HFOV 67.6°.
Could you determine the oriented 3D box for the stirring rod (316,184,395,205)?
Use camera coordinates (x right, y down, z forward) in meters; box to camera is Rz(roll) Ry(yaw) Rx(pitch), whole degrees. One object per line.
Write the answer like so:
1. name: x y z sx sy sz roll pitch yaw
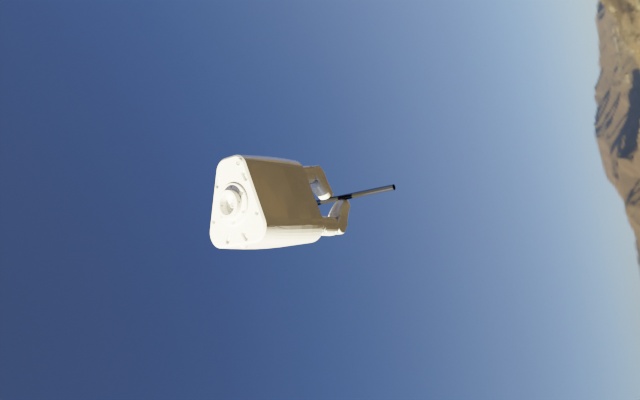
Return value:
1. stirring rod: 0.000 0.002 0.694 0.239 0.011 0.011 -12 -7 35
